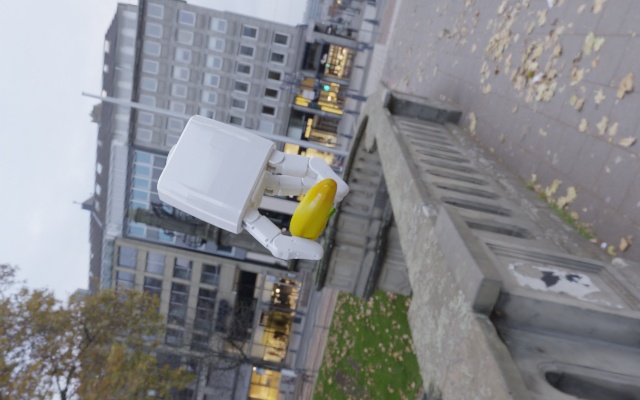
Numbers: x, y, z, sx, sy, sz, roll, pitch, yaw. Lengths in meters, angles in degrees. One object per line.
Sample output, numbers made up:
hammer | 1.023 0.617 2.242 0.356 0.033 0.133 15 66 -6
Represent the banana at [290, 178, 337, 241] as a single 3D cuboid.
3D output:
banana | -0.010 0.018 0.574 0.037 0.069 0.198 32 -7 4
